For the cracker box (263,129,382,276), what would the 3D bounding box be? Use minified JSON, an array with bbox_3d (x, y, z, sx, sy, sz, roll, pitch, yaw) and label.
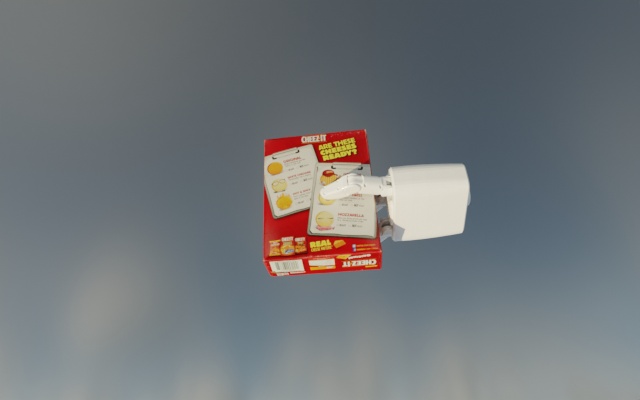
[{"bbox_3d":[0.000,0.002,0.721,0.164,0.213,0.072,-5,-32,3],"label":"cracker box"}]
